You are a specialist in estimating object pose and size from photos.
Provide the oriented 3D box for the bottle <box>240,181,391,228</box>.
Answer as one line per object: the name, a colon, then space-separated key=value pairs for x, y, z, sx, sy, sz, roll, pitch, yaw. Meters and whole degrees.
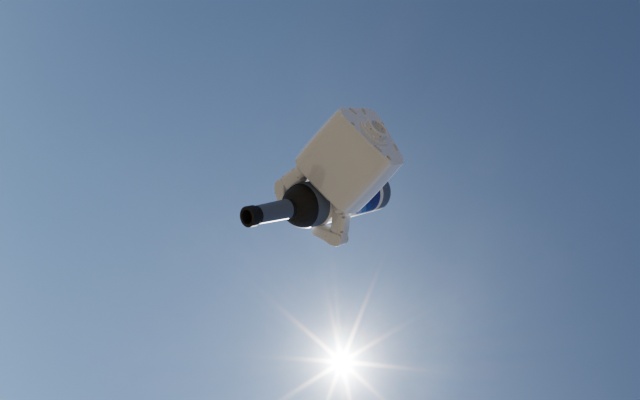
bottle: x=0.000 y=0.002 z=0.714 sx=0.069 sy=0.069 sz=0.295 roll=0 pitch=7 yaw=40
